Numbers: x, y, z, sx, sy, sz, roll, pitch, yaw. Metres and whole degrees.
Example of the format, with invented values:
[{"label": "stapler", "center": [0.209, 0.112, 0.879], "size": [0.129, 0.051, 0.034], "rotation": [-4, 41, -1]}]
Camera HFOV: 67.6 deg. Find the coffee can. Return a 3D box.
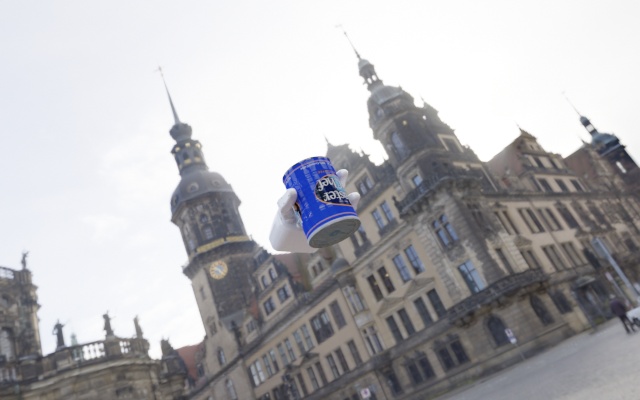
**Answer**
[{"label": "coffee can", "center": [0.000, 0.003, 0.886], "size": [0.103, 0.140, 0.103], "rotation": [-20, -25, -10]}]
